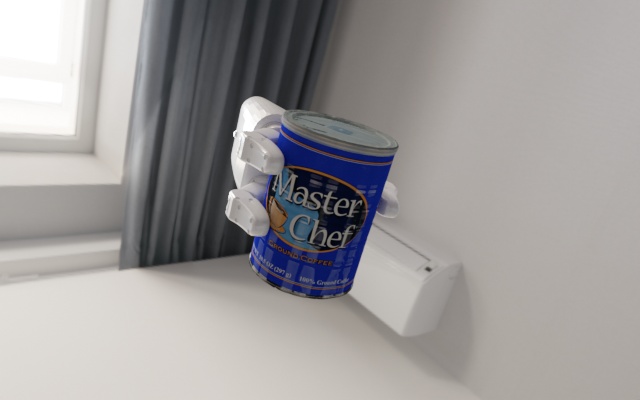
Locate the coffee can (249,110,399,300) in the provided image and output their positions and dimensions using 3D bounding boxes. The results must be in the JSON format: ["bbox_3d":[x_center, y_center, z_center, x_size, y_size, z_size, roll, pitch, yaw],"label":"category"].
[{"bbox_3d":[0.000,0.001,0.430,0.103,0.140,0.102,14,19,-5],"label":"coffee can"}]
